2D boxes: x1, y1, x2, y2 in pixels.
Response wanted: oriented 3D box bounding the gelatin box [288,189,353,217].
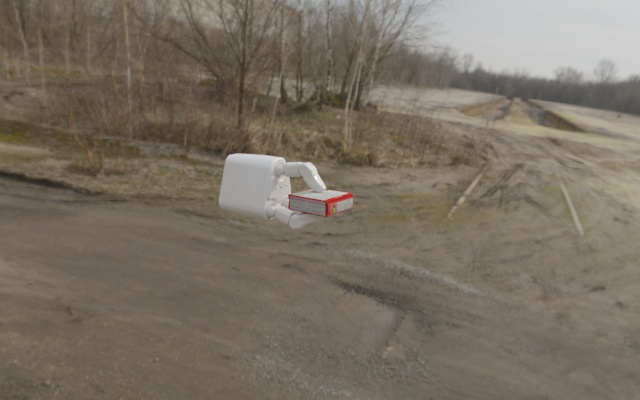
[{"bbox_3d":[0.000,0.002,0.819,0.089,0.030,0.073,9,16,39],"label":"gelatin box"}]
